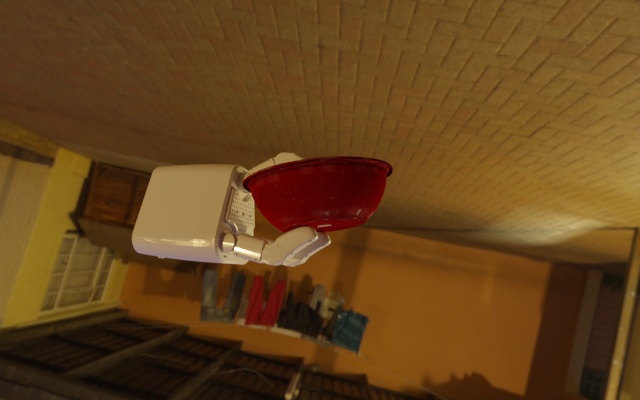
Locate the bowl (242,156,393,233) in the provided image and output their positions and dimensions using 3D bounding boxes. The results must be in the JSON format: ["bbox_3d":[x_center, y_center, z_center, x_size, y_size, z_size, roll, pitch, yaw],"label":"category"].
[{"bbox_3d":[0.001,0.002,0.507,0.162,0.055,0.162,-6,-11,-1],"label":"bowl"}]
